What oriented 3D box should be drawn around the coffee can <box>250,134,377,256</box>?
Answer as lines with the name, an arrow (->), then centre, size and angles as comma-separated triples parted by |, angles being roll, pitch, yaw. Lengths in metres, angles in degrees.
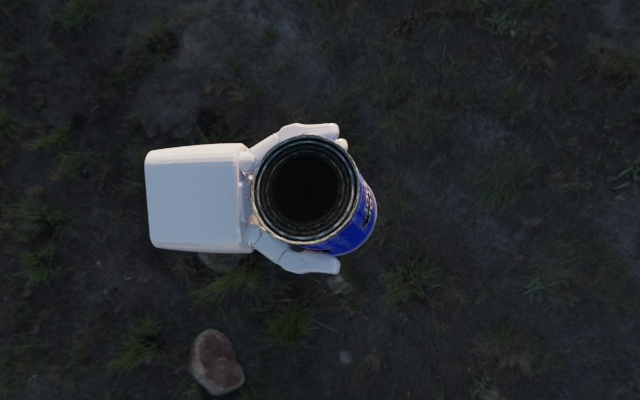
coffee can -> 0.000, 0.002, 0.494 | 0.103, 0.103, 0.140 | 0, -10, 13
